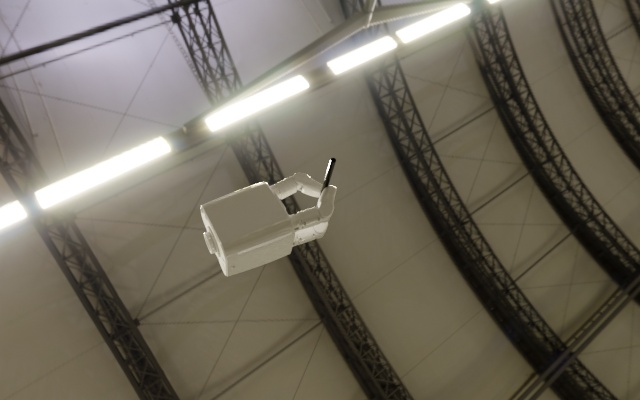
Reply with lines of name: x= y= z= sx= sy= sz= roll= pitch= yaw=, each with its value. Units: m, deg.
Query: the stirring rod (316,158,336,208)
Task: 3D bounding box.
stirring rod: x=0.000 y=0.002 z=0.771 sx=0.011 sy=0.011 sz=0.240 roll=0 pitch=-29 yaw=-10
